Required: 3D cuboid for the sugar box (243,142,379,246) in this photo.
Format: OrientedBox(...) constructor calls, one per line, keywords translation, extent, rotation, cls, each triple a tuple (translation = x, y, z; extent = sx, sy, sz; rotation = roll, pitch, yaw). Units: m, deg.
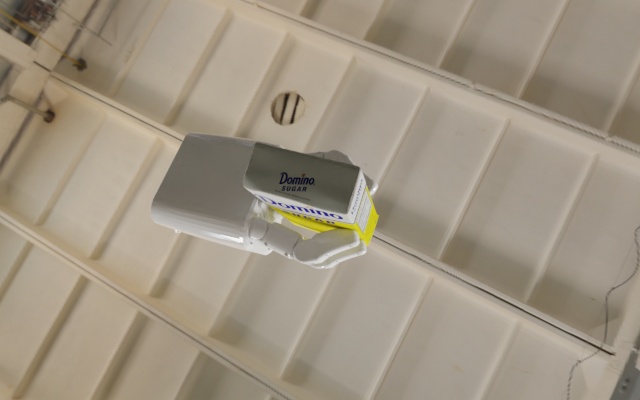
OrientedBox(translation=(0.000, 0.002, 0.455), extent=(0.093, 0.048, 0.176), rotation=(15, -7, 15), cls="sugar box")
